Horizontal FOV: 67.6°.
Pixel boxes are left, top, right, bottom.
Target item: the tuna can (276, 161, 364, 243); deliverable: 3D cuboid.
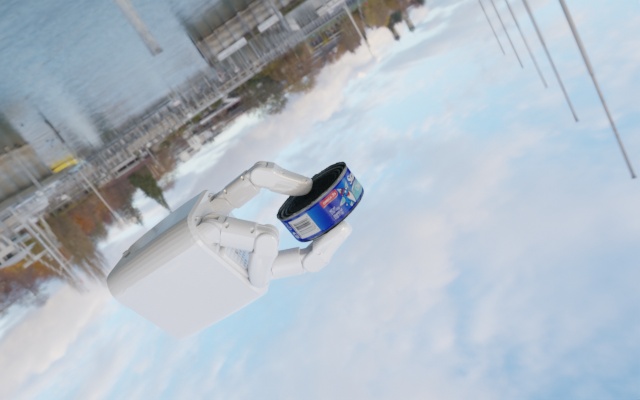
[{"bbox_3d":[0.000,0.002,0.469,0.086,0.034,0.086,-36,15,11],"label":"tuna can"}]
